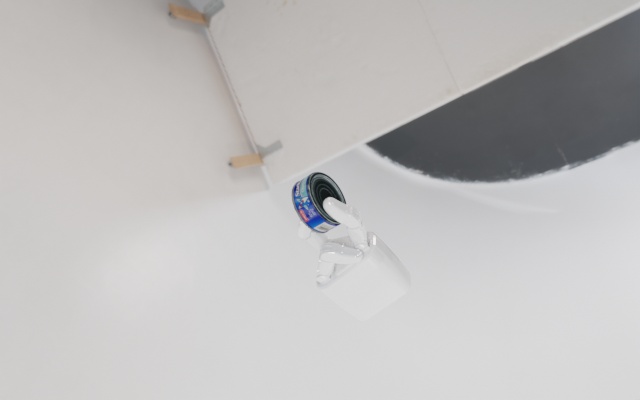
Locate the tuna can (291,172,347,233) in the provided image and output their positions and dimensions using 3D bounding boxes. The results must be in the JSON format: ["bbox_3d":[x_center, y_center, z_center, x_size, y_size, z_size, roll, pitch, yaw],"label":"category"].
[{"bbox_3d":[0.000,0.002,0.692,0.034,0.086,0.086,-30,-17,33],"label":"tuna can"}]
